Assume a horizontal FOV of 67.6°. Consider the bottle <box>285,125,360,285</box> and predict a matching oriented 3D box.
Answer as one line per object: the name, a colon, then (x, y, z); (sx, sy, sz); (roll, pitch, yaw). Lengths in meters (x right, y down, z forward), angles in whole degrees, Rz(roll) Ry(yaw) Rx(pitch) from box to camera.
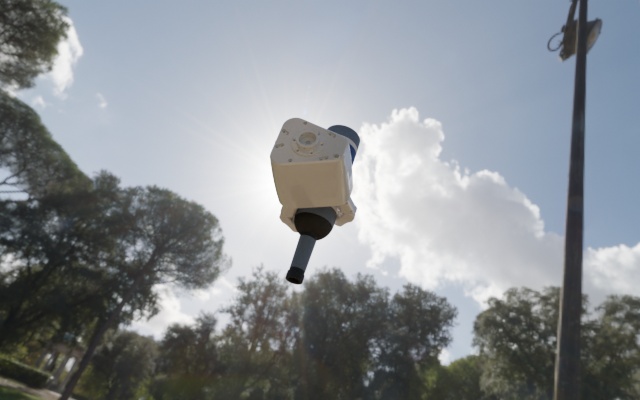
bottle: (0.000, 0.002, 0.797); (0.069, 0.295, 0.069); (14, -32, 9)
